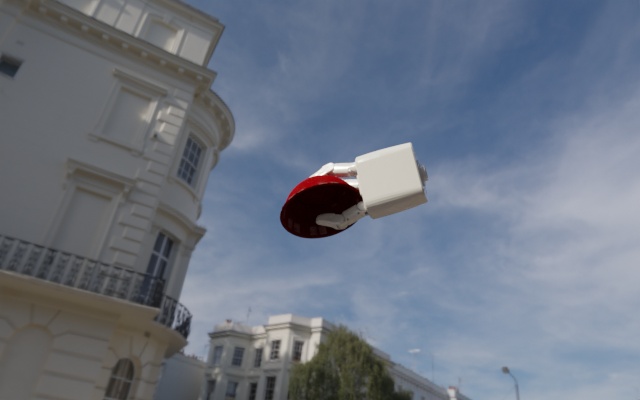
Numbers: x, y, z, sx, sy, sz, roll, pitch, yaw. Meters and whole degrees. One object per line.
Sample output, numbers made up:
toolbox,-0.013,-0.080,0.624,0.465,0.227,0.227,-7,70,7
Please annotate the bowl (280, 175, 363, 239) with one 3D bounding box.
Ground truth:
bowl,-0.001,0.003,0.897,0.162,0.055,0.162,-9,-39,-7
